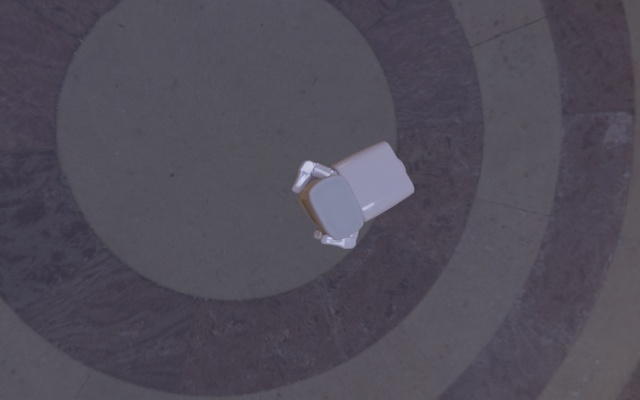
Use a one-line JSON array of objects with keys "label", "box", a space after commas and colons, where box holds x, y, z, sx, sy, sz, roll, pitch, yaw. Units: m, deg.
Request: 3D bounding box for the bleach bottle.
[{"label": "bleach bottle", "box": [0.000, 0.003, 0.846, 0.068, 0.102, 0.251, -28, 10, -9]}]
